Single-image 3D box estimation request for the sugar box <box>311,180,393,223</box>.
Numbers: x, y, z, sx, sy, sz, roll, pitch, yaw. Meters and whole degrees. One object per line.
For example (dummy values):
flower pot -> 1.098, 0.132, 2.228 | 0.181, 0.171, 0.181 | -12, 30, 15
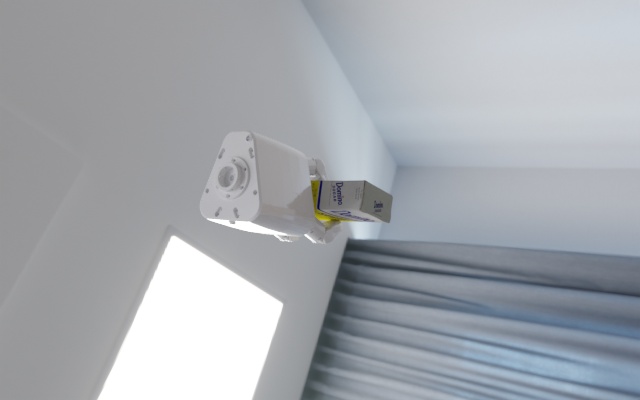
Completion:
sugar box -> 0.000, 0.003, 0.658 | 0.176, 0.048, 0.093 | 4, -10, 32
